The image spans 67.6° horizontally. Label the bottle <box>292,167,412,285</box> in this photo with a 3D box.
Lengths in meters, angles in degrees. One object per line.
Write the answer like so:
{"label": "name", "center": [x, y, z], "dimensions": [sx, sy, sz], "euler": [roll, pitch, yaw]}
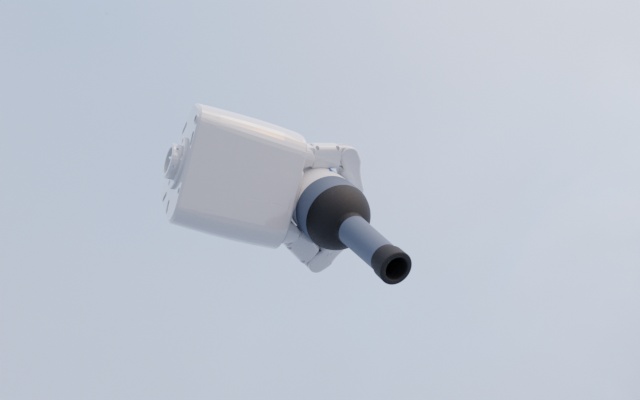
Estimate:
{"label": "bottle", "center": [0.000, 0.001, 0.481], "dimensions": [0.069, 0.069, 0.295], "euler": [0, 20, -24]}
